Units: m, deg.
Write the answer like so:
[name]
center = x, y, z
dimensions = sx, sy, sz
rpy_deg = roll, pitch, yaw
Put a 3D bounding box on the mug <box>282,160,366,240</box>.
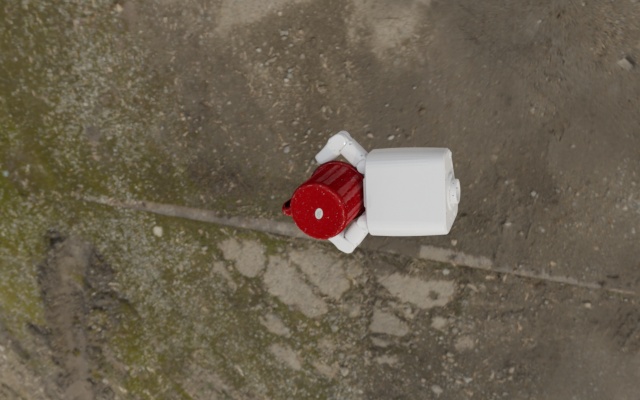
[mug]
center = -0.001, 0.002, 0.655
dimensions = 0.117, 0.093, 0.081
rpy_deg = -4, 19, 26
